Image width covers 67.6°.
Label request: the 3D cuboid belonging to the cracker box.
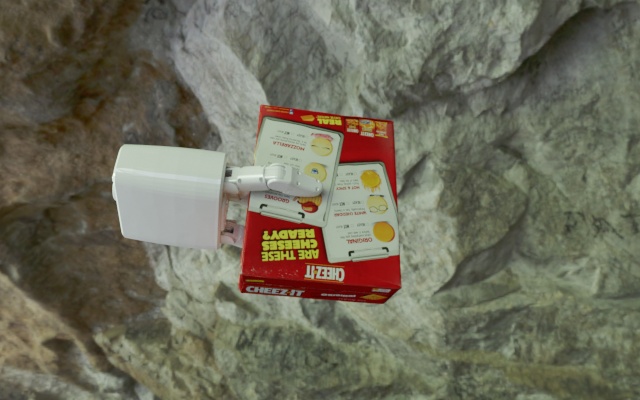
[{"bbox_3d":[0.000,0.002,0.544,0.164,0.213,0.072,6,-29,-7],"label":"cracker box"}]
